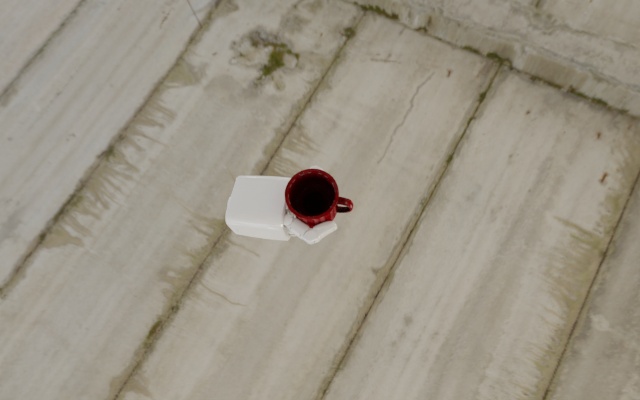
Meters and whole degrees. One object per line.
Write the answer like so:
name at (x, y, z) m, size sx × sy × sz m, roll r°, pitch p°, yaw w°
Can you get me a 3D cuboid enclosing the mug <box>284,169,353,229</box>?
mug at (0.002, 0.003, 0.845) m, size 0.117 × 0.093 × 0.081 m, roll 6°, pitch -19°, yaw 7°
